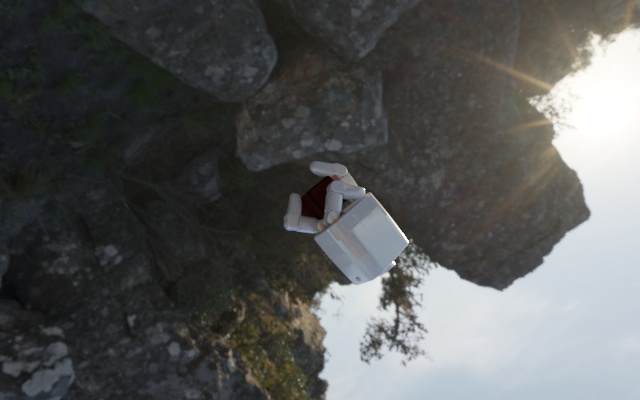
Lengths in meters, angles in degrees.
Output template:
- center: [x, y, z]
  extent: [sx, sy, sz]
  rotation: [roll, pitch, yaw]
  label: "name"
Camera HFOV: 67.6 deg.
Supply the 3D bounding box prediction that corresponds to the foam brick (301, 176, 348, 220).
- center: [0.000, 0.003, 0.794]
  extent: [0.053, 0.051, 0.078]
  rotation: [-39, -1, -23]
  label: "foam brick"
